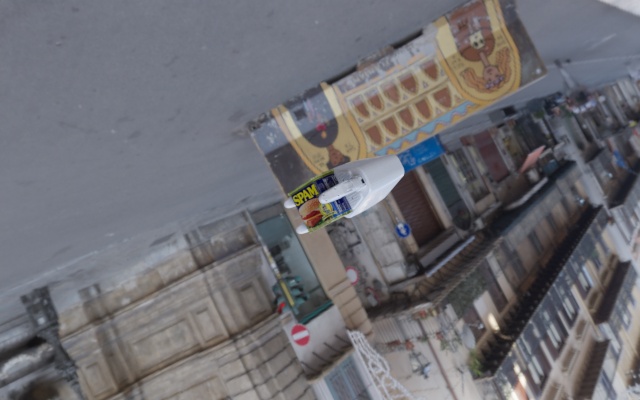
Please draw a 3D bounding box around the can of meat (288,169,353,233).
[{"bbox_3d":[0.000,0.003,0.858,0.057,0.084,0.102,-25,-3,-43],"label":"can of meat"}]
